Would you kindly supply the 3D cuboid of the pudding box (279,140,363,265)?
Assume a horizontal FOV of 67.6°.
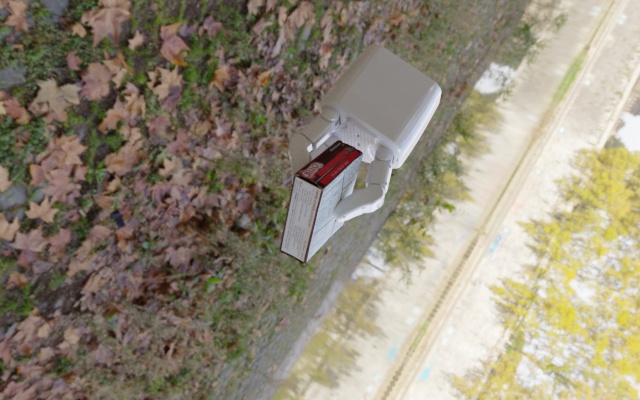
[{"bbox_3d":[0.000,0.002,0.522,0.039,0.114,0.090,28,40,19],"label":"pudding box"}]
